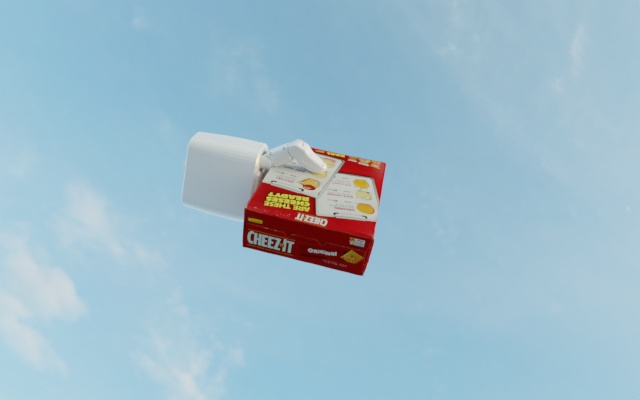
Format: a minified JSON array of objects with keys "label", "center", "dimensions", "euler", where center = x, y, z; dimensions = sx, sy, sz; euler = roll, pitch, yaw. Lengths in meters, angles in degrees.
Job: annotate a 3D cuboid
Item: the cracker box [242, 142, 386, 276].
[{"label":"cracker box","center":[0.000,0.002,0.678],"dimensions":[0.164,0.072,0.213],"euler":[13,32,5]}]
